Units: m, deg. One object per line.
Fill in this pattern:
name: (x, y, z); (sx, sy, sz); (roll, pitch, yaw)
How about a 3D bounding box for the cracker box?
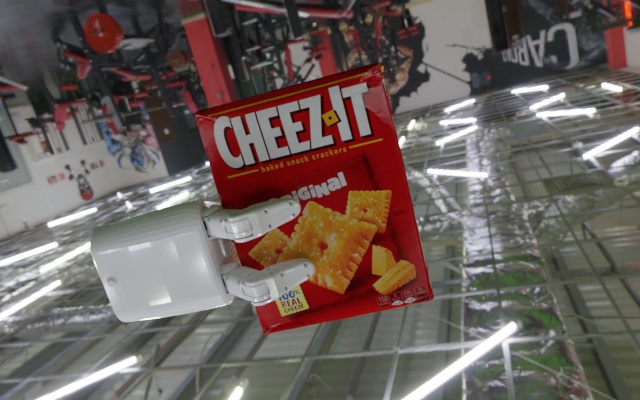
cracker box: (0.000, 0.002, 0.436); (0.164, 0.214, 0.072); (-13, 13, 10)
